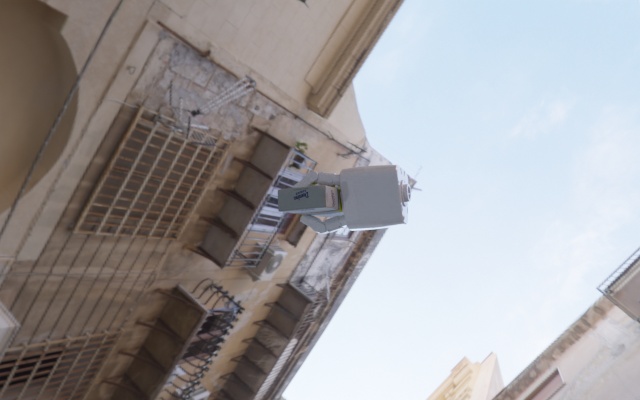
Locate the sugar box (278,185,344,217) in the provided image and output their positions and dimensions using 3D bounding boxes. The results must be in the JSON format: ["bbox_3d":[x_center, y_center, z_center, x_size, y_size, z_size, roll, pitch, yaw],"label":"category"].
[{"bbox_3d":[0.000,0.002,0.894,0.093,0.048,0.176,-6,-9,22],"label":"sugar box"}]
